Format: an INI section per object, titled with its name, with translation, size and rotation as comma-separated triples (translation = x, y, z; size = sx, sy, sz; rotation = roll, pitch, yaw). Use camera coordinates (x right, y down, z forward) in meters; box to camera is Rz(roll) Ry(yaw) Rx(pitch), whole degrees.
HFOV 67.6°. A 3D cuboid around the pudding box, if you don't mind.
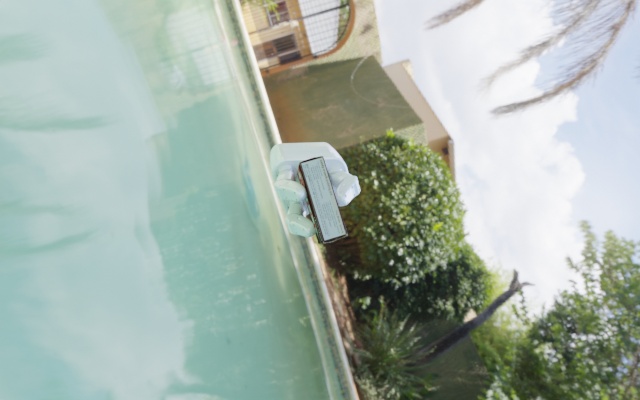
[pudding box]
translation = 0.000, 0.002, 0.656
size = 0.039, 0.113, 0.090
rotation = -19, -4, -5
